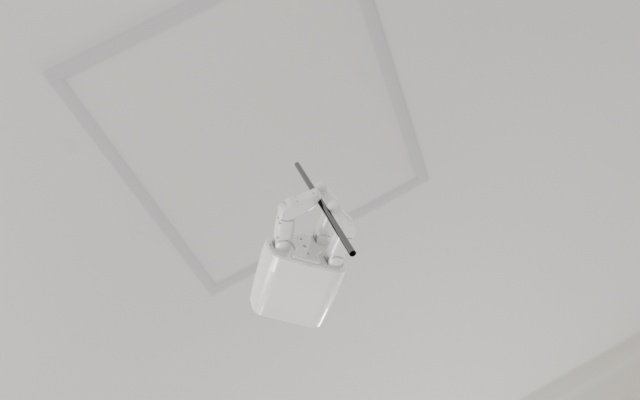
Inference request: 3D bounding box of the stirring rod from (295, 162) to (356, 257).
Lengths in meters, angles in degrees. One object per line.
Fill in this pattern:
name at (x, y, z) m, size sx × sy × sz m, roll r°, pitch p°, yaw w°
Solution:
stirring rod at (0.000, 0.002, 0.630) m, size 0.011 × 0.011 × 0.239 m, roll 0°, pitch 28°, yaw -20°
